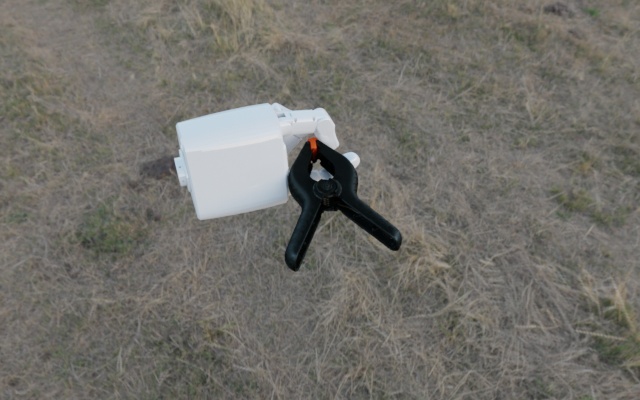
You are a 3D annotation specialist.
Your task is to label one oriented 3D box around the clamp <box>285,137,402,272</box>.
[{"bbox_3d":[0.000,0.001,0.521,0.120,0.171,0.039,-14,-40,-17],"label":"clamp"}]
